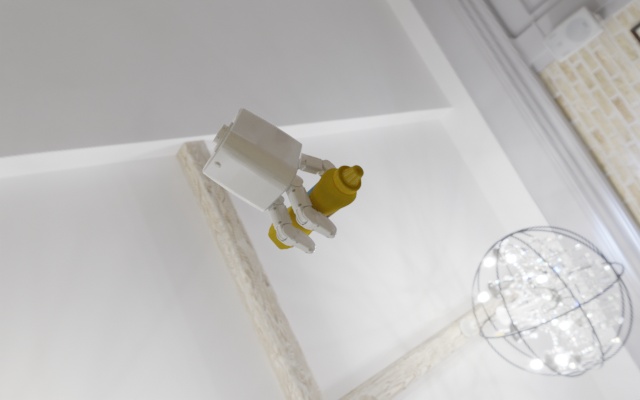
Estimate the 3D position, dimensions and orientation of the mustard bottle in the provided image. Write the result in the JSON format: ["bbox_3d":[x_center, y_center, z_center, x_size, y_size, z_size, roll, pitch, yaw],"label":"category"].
[{"bbox_3d":[0.000,0.003,0.707,0.096,0.058,0.192,-39,-1,-44],"label":"mustard bottle"}]
